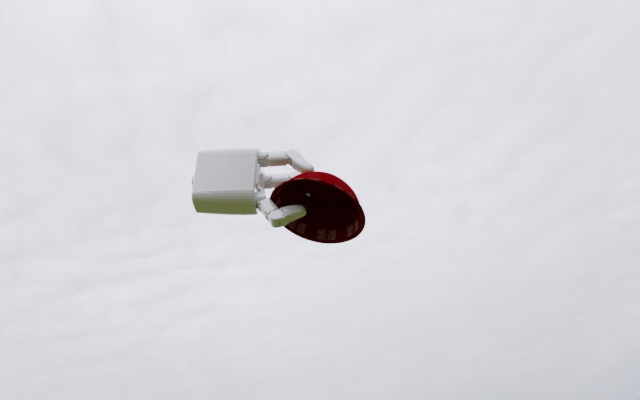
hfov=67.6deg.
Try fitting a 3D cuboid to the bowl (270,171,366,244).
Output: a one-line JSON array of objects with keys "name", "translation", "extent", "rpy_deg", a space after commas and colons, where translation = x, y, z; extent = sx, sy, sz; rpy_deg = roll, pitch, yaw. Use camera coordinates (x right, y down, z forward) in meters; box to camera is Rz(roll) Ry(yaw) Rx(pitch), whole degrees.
[{"name": "bowl", "translation": [0.002, 0.003, 0.795], "extent": [0.162, 0.055, 0.162], "rpy_deg": [11, -40, 9]}]
